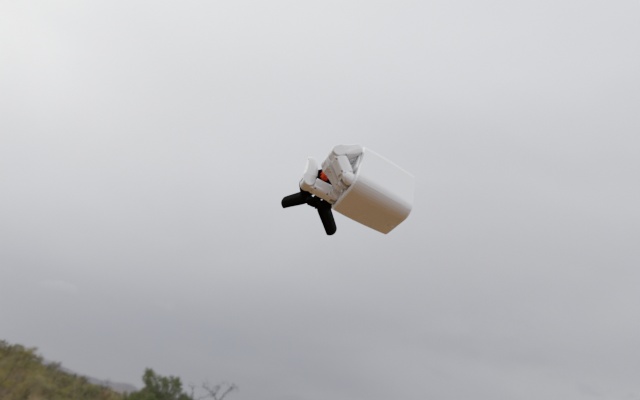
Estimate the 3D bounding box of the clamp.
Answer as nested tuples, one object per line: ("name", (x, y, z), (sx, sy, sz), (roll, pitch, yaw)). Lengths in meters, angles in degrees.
("clamp", (0.000, 0.002, 0.867), (0.120, 0.039, 0.171), (31, -30, -6))
